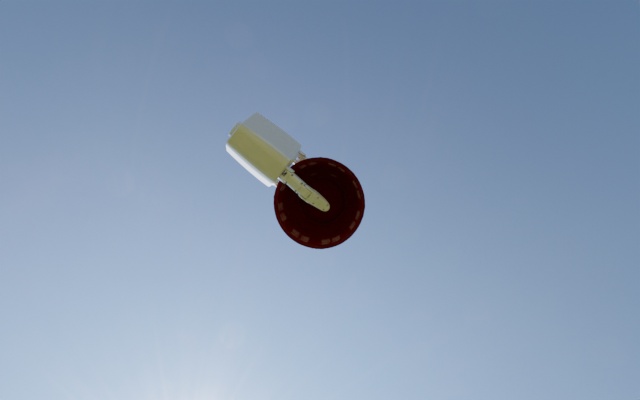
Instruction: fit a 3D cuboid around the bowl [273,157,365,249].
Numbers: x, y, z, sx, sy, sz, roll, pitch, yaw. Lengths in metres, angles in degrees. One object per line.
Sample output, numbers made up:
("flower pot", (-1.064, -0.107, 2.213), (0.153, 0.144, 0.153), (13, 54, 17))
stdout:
("bowl", (0.001, 0.004, 0.858), (0.162, 0.162, 0.055), (0, 6, 7))
